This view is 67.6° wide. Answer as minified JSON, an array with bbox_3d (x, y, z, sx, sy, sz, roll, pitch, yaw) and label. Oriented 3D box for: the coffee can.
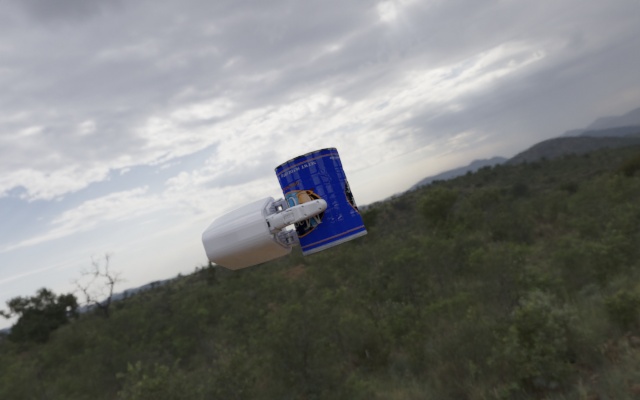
[{"bbox_3d":[0.000,0.002,0.730,0.103,0.140,0.103,-19,-4,-1],"label":"coffee can"}]
